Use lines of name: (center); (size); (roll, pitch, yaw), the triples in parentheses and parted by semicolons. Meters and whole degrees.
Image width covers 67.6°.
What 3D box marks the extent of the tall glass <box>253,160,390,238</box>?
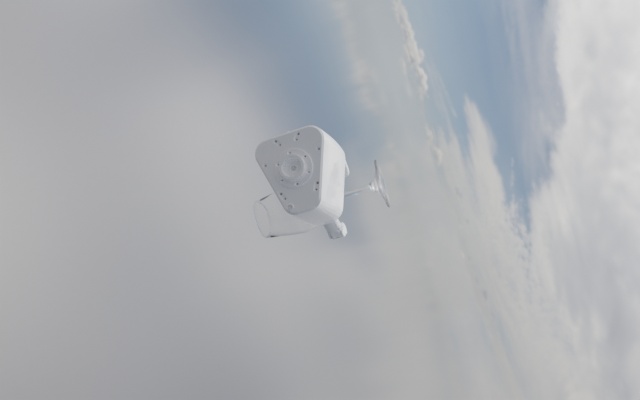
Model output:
tall glass: (0.001, 0.002, 0.734); (0.201, 0.079, 0.079); (-17, -4, 12)
